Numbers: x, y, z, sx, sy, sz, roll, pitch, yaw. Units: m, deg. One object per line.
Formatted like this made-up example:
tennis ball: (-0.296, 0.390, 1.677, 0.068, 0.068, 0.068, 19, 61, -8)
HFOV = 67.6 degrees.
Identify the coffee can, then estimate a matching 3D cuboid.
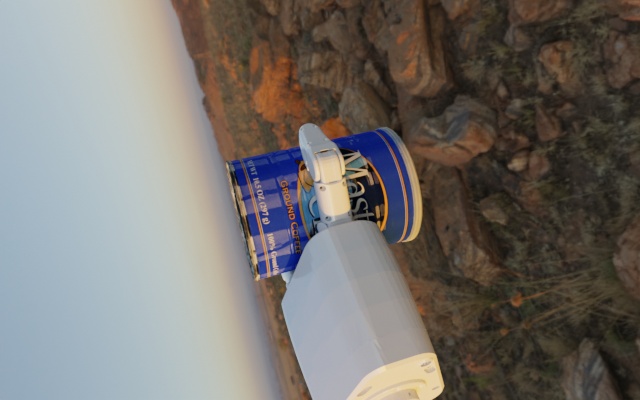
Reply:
coffee can: (0.000, 0.001, 0.408, 0.140, 0.103, 0.103, -13, 3, -12)
